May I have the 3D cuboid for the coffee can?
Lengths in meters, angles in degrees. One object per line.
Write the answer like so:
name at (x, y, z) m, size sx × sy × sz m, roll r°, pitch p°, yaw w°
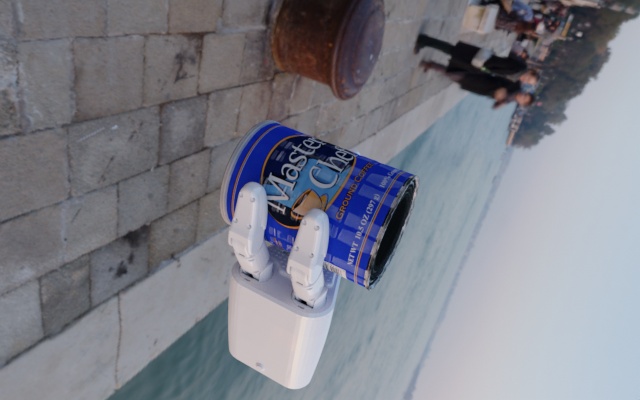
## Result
coffee can at (0.000, 0.001, 0.413) m, size 0.140 × 0.103 × 0.103 m, roll 23°, pitch 7°, yaw 18°
